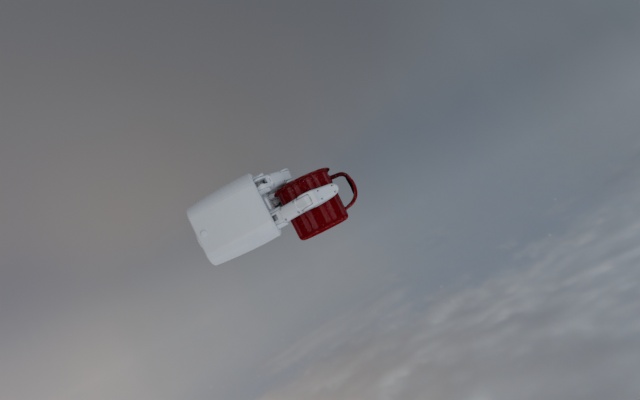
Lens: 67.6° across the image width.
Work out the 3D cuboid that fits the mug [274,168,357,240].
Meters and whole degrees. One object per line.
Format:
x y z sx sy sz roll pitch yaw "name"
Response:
0.002 0.002 0.715 0.117 0.081 0.093 -27 -6 1 "mug"
